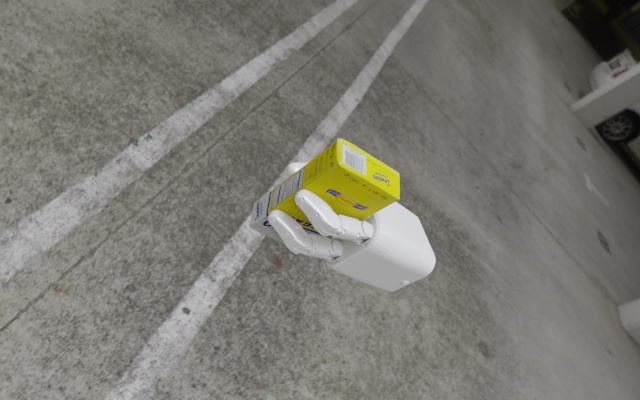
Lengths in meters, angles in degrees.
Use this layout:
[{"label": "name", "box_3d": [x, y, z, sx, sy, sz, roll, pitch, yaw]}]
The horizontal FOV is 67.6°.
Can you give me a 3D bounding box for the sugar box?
[{"label": "sugar box", "box_3d": [0.000, 0.002, 0.575, 0.093, 0.048, 0.176, 28, -43, -27]}]
